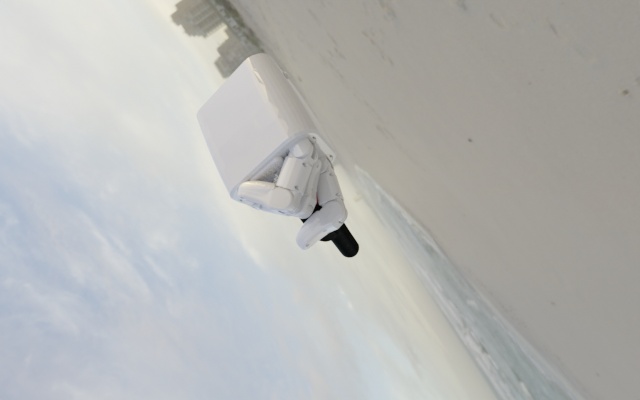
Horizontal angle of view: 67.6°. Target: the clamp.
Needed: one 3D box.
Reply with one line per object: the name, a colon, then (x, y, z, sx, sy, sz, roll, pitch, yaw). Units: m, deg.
clamp: (0.000, 0.002, 0.561, 0.039, 0.120, 0.171, -29, -20, 6)
